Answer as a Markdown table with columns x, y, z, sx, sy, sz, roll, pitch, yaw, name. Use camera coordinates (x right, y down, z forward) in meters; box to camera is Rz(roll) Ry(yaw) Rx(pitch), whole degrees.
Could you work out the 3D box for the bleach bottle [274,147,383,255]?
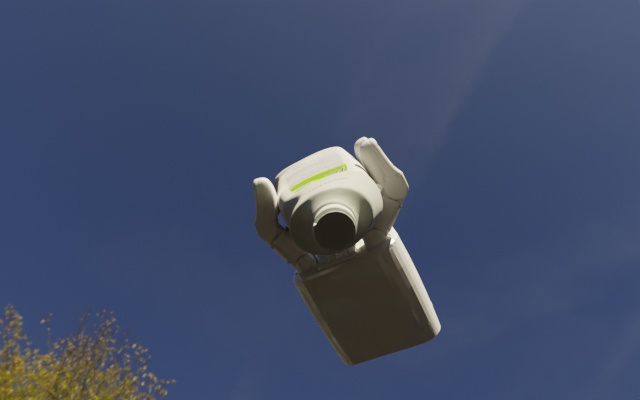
| x | y | z | sx | sy | sz | roll | pitch | yaw | name |
| --- | --- | --- | --- | --- | --- | --- | --- | --- | --- |
| 0.000 | 0.001 | 0.447 | 0.102 | 0.068 | 0.250 | -28 | 10 | 4 | bleach bottle |
